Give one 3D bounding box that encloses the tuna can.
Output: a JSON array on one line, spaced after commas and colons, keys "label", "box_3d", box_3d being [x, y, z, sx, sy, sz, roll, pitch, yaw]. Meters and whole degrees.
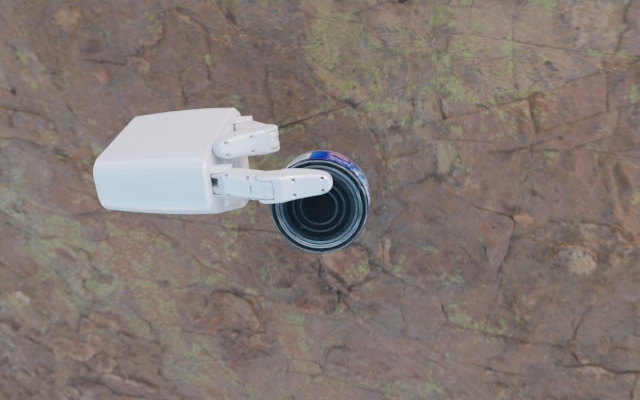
[{"label": "tuna can", "box_3d": [0.000, 0.002, 0.414, 0.086, 0.086, 0.033, 0, 18, 7]}]
